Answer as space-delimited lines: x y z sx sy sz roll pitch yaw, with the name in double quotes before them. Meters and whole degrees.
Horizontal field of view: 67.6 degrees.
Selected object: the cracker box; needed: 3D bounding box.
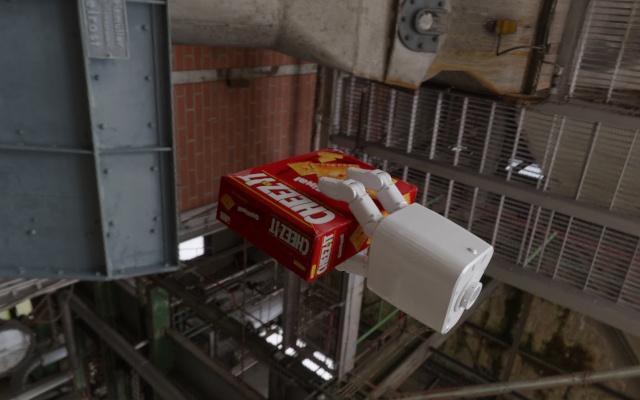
"cracker box" 0.000 0.002 0.626 0.164 0.072 0.213 29 32 32
